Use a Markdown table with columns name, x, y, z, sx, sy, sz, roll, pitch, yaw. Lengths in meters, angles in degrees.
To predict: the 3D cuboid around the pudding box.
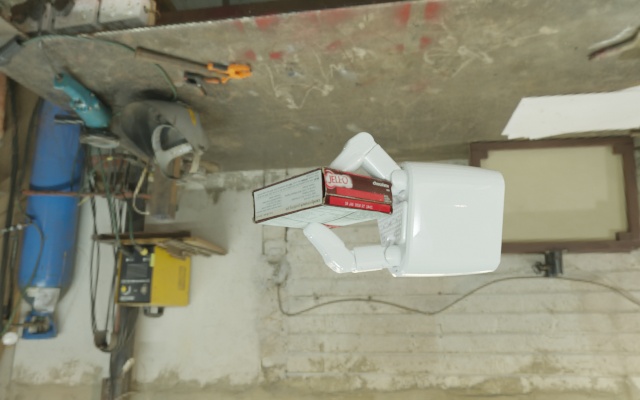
| name | x | y | z | sx | sy | sz | roll | pitch | yaw |
| --- | --- | --- | --- | --- | --- | --- | --- | --- | --- |
| pudding box | 0.000 | 0.002 | 0.466 | 0.090 | 0.039 | 0.113 | 10 | -18 | -40 |
